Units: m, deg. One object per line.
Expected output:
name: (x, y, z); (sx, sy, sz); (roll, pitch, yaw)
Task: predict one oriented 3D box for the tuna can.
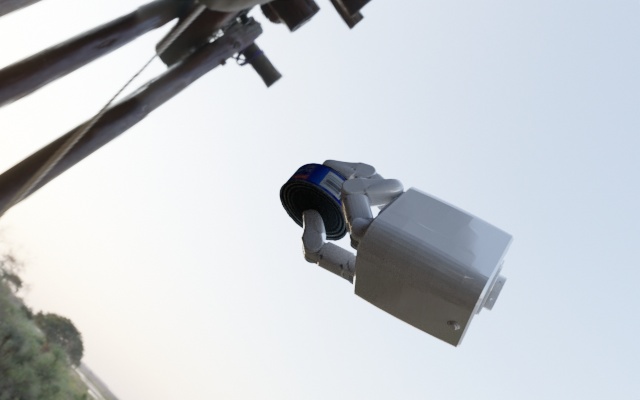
tuna can: (0.000, 0.001, 0.513); (0.086, 0.086, 0.033); (0, 41, 44)
